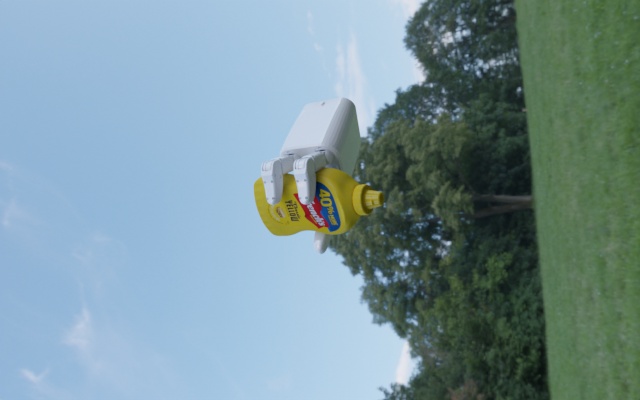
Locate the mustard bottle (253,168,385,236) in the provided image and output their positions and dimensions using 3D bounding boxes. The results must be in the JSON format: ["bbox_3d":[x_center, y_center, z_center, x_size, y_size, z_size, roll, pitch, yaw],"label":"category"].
[{"bbox_3d":[0.000,0.002,0.672,0.191,0.096,0.058,-3,24,32],"label":"mustard bottle"}]
